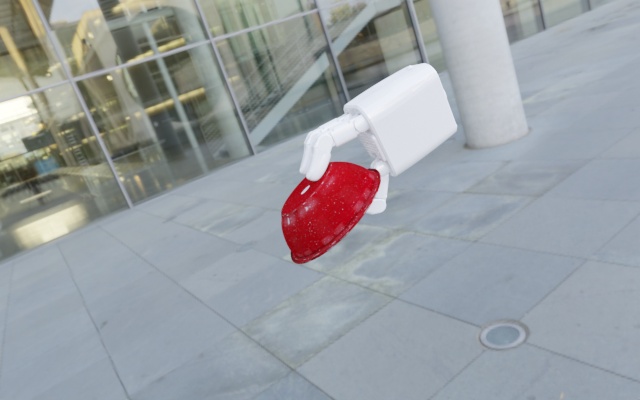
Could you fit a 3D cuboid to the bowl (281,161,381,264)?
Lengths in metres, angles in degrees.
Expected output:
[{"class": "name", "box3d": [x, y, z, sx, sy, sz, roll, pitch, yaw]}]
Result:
[{"class": "bowl", "box3d": [-0.001, 0.003, 0.613, 0.055, 0.162, 0.162, 43, -15, -16]}]
